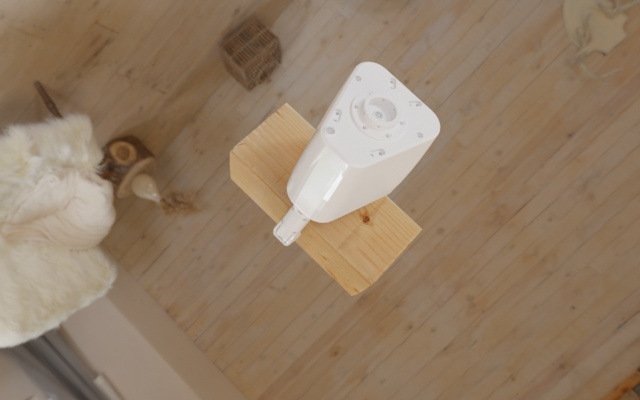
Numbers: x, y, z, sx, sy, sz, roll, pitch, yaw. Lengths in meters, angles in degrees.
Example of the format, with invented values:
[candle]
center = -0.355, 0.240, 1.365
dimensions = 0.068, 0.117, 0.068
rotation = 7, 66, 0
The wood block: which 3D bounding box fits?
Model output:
[wood block]
center = 0.000, 0.002, 0.550
dimensions = 0.091, 0.206, 0.090
rotation = -44, -6, -19
